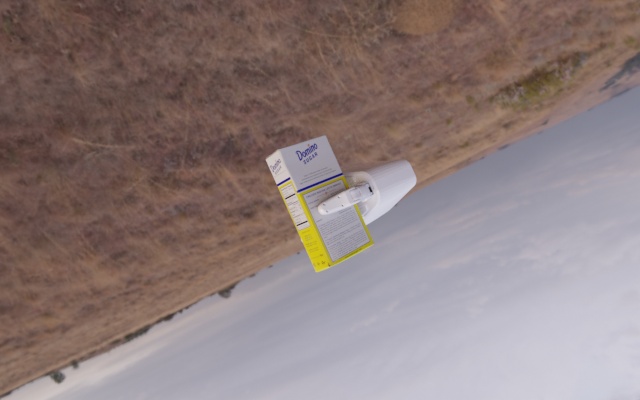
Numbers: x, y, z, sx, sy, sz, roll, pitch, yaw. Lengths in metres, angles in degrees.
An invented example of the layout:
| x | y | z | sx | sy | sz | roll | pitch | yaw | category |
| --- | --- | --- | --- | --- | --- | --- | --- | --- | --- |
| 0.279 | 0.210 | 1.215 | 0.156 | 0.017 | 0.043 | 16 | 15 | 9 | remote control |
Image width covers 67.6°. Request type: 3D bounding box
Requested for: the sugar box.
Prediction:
| x | y | z | sx | sy | sz | roll | pitch | yaw | category |
| --- | --- | --- | --- | --- | --- | --- | --- | --- | --- |
| 0.000 | 0.002 | 0.681 | 0.093 | 0.176 | 0.048 | -22 | -4 | -39 | sugar box |
